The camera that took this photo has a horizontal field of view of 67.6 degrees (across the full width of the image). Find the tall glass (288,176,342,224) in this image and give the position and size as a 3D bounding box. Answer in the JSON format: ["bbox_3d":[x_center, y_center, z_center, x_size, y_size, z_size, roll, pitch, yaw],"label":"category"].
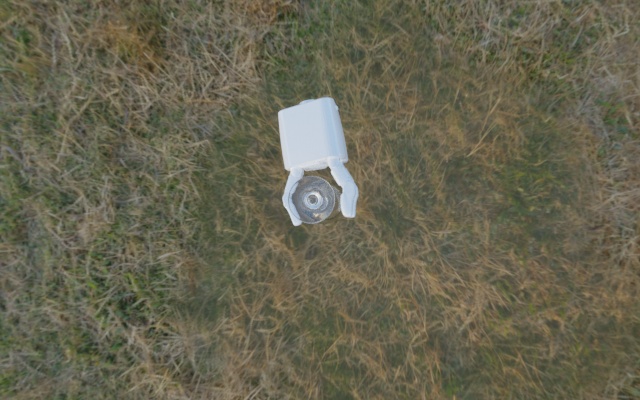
[{"bbox_3d":[0.000,0.003,0.840,0.079,0.079,0.201,0,-3,8],"label":"tall glass"}]
